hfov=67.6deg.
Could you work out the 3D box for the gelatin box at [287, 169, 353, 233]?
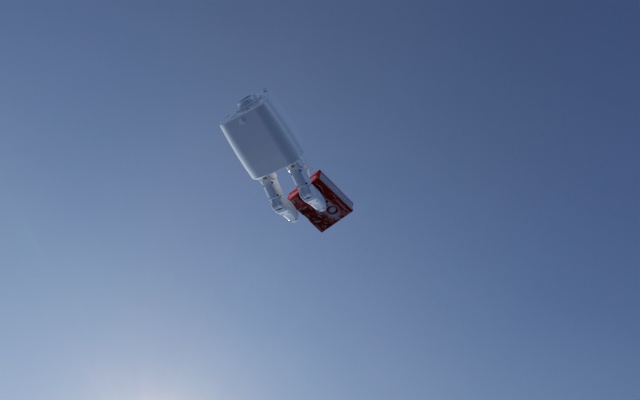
[{"bbox_3d":[0.000,0.003,0.813,0.073,0.089,0.030,-36,22,25],"label":"gelatin box"}]
